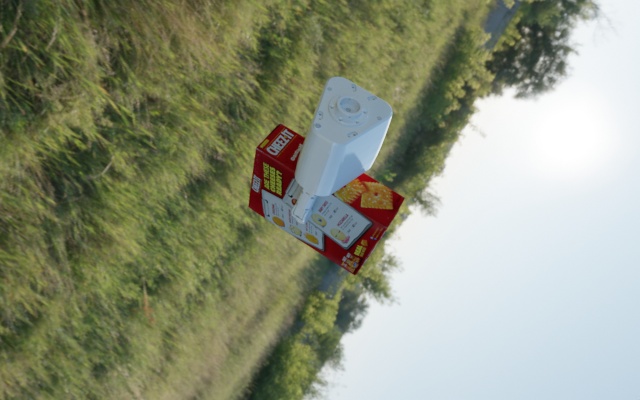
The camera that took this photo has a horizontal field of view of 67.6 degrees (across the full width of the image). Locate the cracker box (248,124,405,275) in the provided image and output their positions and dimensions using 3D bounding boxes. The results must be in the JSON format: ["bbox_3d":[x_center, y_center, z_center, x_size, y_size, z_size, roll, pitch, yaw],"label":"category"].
[{"bbox_3d":[0.000,0.003,0.731,0.213,0.072,0.164,32,-34,8],"label":"cracker box"}]
